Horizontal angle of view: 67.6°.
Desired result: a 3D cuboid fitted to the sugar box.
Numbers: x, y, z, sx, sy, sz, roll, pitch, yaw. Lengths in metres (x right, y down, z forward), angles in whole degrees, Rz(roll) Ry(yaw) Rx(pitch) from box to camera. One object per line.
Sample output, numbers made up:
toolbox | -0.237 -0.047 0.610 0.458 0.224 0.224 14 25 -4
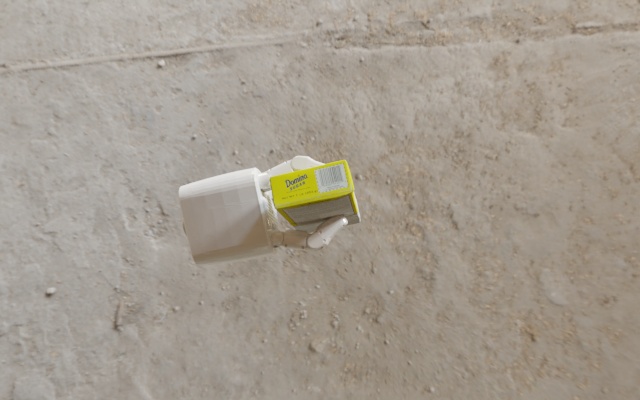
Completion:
sugar box | 0.000 0.001 0.619 0.093 0.048 0.176 -12 -13 4
